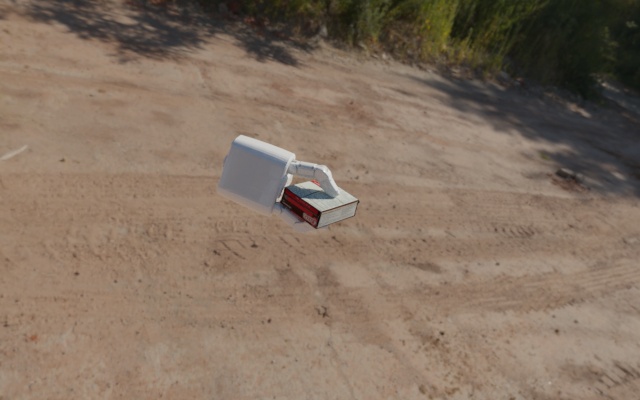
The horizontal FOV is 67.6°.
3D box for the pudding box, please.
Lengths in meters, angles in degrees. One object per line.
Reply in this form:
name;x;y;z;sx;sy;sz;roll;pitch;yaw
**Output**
pudding box;0.000;0.003;0.837;0.090;0.039;0.113;35;33;30
